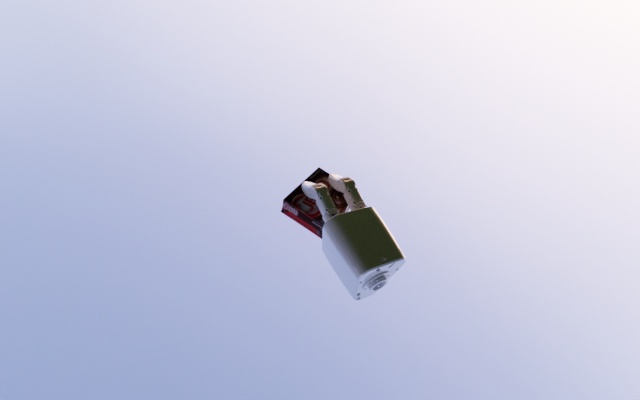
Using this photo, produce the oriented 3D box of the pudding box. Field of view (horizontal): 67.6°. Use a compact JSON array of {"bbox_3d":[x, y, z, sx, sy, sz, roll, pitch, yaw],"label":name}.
[{"bbox_3d":[0.000,0.003,0.822,0.090,0.039,0.113,33,46,13],"label":"pudding box"}]
